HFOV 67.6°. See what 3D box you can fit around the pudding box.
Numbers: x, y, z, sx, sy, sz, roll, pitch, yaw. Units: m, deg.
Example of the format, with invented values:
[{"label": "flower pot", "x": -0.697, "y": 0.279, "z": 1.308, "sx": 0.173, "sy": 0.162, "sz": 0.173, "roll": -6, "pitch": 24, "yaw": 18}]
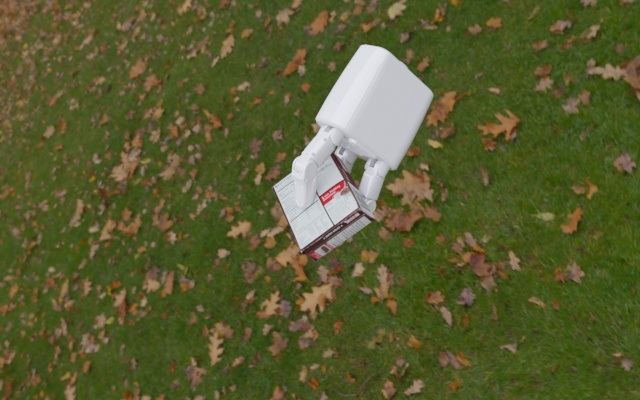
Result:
[{"label": "pudding box", "x": 0.000, "y": 0.002, "z": 0.575, "sx": 0.090, "sy": 0.113, "sz": 0.039, "roll": -37, "pitch": -40, "yaw": 14}]
